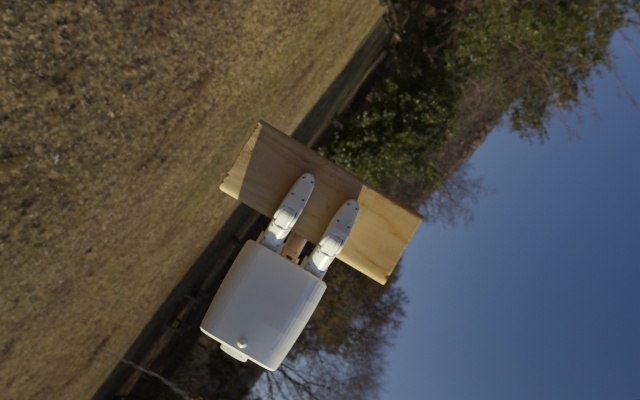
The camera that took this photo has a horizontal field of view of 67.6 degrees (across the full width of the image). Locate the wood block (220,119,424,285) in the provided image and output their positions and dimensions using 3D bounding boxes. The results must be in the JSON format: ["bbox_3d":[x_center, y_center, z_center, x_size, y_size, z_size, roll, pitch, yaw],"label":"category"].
[{"bbox_3d":[0.000,0.002,0.556,0.206,0.090,0.091,31,-2,-2],"label":"wood block"}]
